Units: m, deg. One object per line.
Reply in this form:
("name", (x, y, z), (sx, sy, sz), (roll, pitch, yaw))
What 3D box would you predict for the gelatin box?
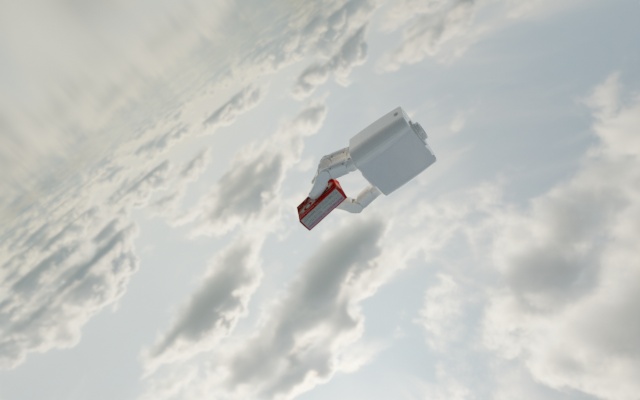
("gelatin box", (0.000, 0.003, 0.827), (0.030, 0.089, 0.073), (44, 8, -18))
